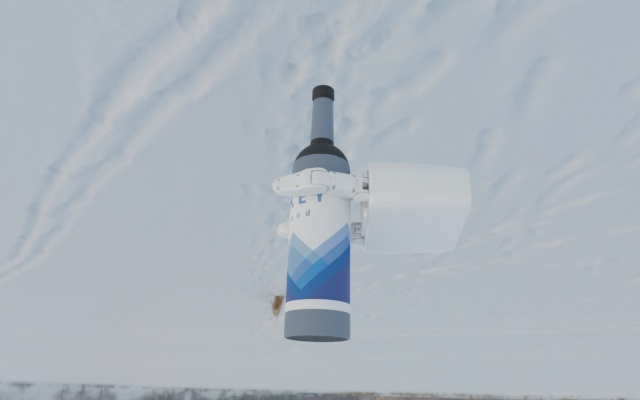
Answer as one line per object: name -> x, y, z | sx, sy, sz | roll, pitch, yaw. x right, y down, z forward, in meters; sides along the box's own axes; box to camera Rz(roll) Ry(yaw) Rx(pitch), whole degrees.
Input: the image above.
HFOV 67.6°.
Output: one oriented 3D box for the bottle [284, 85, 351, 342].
bottle -> 0.000, 0.002, 0.531 | 0.069, 0.295, 0.069 | 1, -22, 1
